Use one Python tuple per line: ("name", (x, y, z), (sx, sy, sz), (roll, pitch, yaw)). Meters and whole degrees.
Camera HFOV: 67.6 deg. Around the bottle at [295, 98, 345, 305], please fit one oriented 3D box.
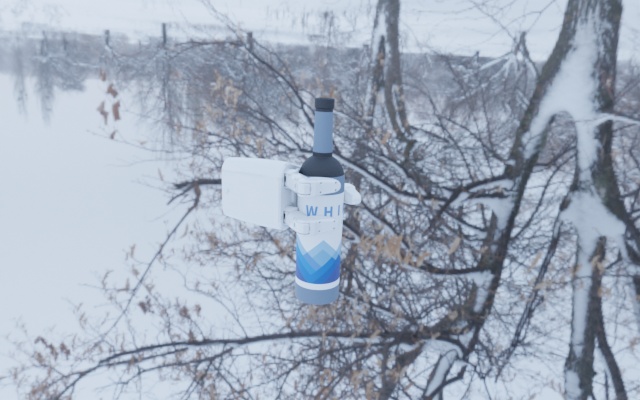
("bottle", (0.000, 0.003, 0.690), (0.069, 0.296, 0.069), (2, 15, -1))
